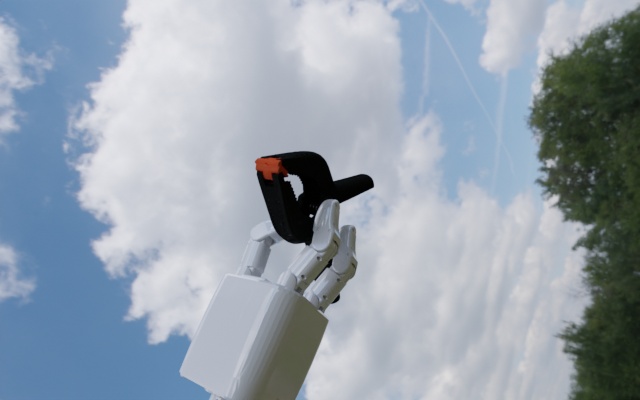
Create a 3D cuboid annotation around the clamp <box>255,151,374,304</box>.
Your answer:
[{"bbox_3d":[-0.001,0.002,0.510,0.036,0.164,0.210,7,-27,30],"label":"clamp"}]
